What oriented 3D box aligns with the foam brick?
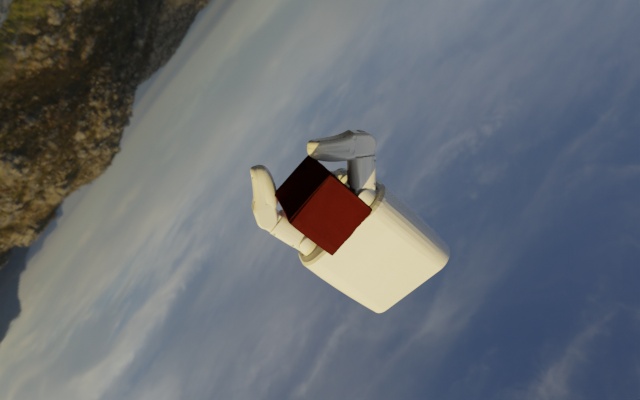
[{"bbox_3d":[0.000,0.001,0.416,0.051,0.053,0.078,40,5,-22],"label":"foam brick"}]
